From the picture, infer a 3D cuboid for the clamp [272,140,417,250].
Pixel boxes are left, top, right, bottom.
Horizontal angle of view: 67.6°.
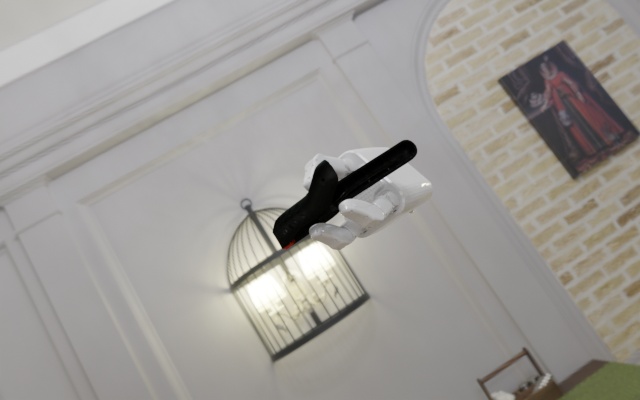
[{"bbox_3d":[-0.001,0.001,0.556,0.210,0.036,0.164,-39,-15,35],"label":"clamp"}]
